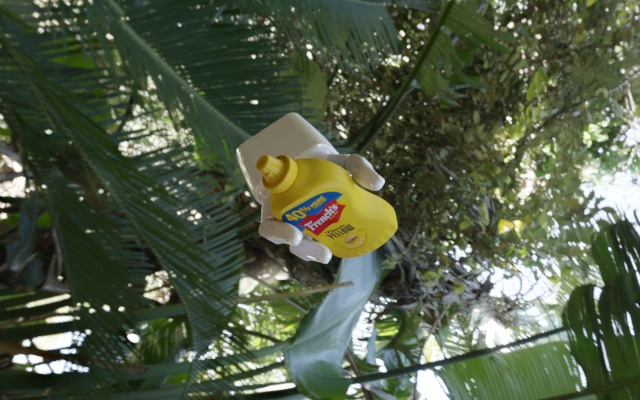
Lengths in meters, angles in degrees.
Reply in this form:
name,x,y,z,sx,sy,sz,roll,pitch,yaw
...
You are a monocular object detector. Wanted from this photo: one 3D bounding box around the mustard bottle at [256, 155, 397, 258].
name,x,y,z,sx,sy,sz,roll,pitch,yaw
mustard bottle,0.000,0.002,0.545,0.096,0.058,0.192,-28,-43,28
